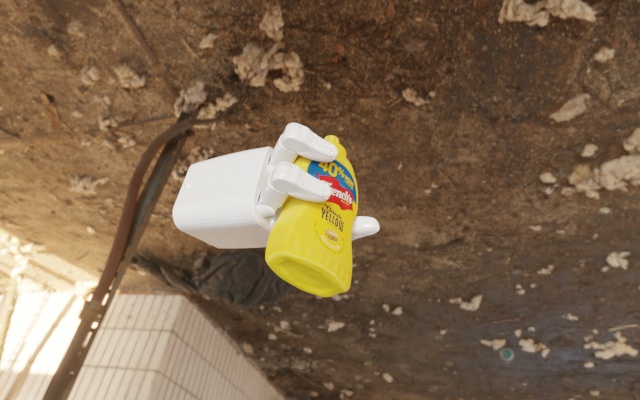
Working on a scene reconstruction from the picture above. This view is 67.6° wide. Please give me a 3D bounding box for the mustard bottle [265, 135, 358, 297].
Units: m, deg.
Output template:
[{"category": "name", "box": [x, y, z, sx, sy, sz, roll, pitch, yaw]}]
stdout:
[{"category": "mustard bottle", "box": [0.000, 0.002, 0.527, 0.096, 0.191, 0.058, 35, -44, -30]}]
